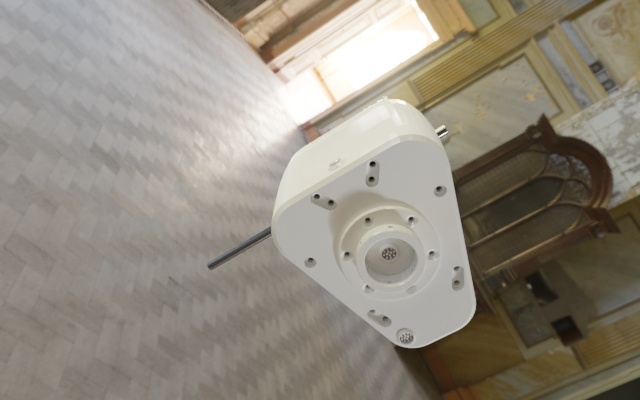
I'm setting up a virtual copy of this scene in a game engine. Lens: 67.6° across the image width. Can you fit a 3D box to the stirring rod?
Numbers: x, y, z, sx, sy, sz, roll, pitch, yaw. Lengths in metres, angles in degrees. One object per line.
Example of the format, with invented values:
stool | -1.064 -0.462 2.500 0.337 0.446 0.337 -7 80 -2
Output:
stirring rod | 0.000 0.001 0.412 0.239 0.011 0.011 -30 -7 12
